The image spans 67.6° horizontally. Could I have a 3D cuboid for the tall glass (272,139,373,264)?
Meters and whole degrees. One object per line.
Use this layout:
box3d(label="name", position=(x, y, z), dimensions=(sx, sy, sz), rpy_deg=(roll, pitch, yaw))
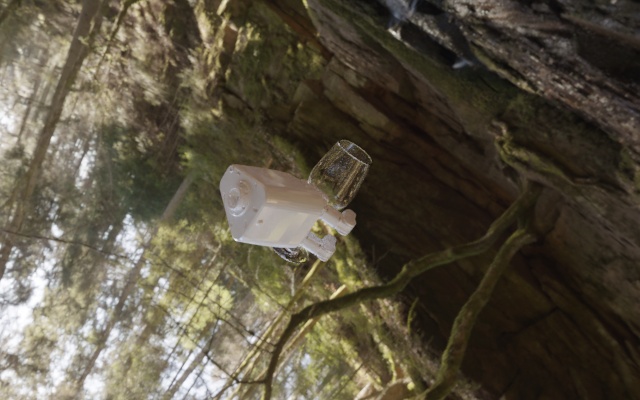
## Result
box3d(label="tall glass", position=(0.000, 0.003, 0.743), dimensions=(0.079, 0.201, 0.079), rpy_deg=(29, 24, -14))
